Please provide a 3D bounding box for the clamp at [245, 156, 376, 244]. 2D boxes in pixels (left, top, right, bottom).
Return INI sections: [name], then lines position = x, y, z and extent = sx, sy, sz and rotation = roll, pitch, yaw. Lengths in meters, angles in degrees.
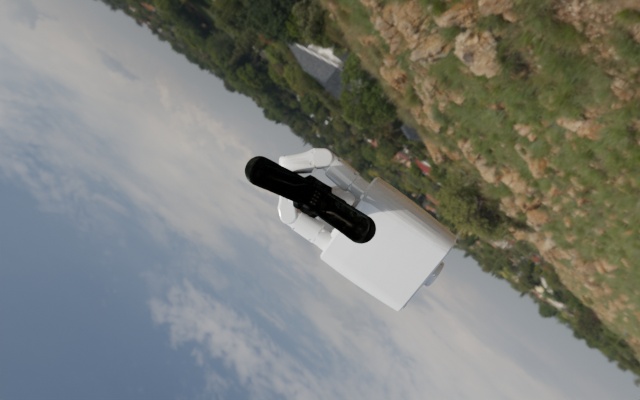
[clamp]
position = 0.000, 0.002, 0.461
extent = 0.120, 0.039, 0.171
rotation = 36, 5, 7
